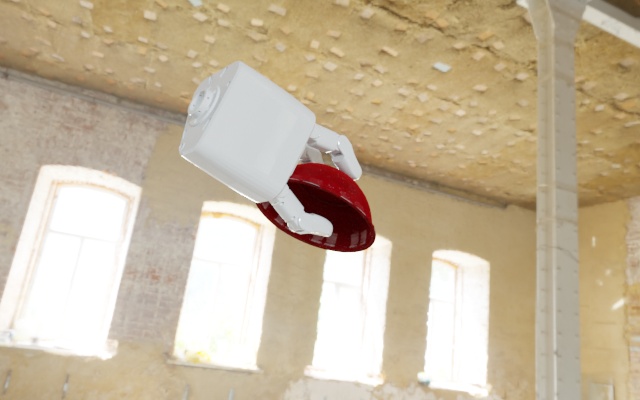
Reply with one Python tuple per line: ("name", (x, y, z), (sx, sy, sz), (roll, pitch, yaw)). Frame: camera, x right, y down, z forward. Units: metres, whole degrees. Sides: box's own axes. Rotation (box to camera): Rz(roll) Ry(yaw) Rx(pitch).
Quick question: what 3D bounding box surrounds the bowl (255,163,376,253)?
("bowl", (0.001, 0.002, 0.602), (0.162, 0.055, 0.162), (18, -29, 10))
